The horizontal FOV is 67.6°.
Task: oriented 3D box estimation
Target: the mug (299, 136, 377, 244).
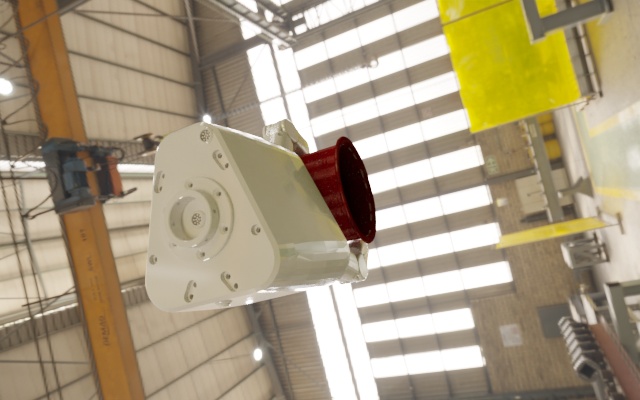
[{"bbox_3d":[0.000,0.002,0.429,0.081,0.093,0.117,-15,-12,20],"label":"mug"}]
